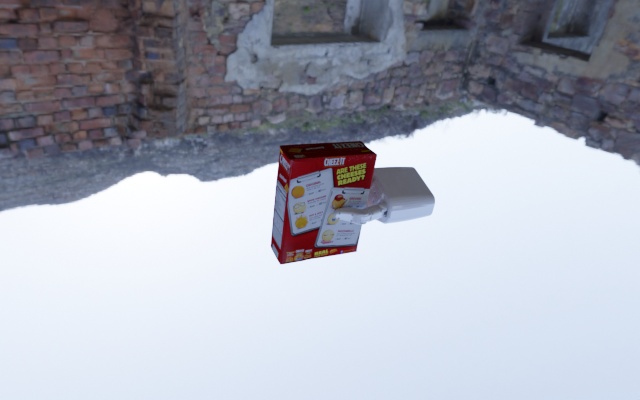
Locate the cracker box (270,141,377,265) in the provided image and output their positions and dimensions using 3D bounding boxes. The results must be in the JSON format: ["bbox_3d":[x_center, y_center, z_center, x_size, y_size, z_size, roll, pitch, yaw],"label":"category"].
[{"bbox_3d":[0.000,0.003,0.872,0.164,0.214,0.072,-6,32,-25],"label":"cracker box"}]
